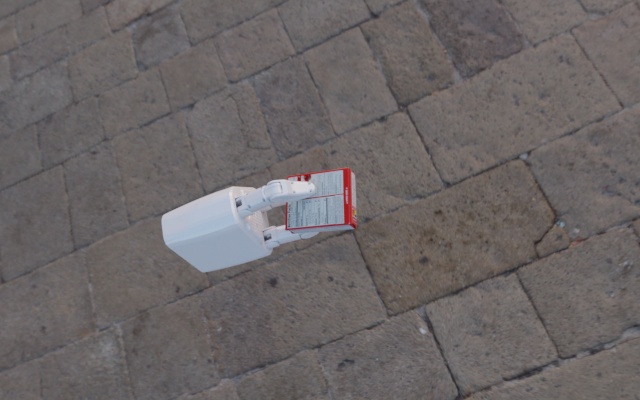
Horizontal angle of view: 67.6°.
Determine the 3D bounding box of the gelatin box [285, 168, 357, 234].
[{"bbox_3d":[0.000,0.002,0.605,0.089,0.073,0.030,-7,-18,21],"label":"gelatin box"}]
